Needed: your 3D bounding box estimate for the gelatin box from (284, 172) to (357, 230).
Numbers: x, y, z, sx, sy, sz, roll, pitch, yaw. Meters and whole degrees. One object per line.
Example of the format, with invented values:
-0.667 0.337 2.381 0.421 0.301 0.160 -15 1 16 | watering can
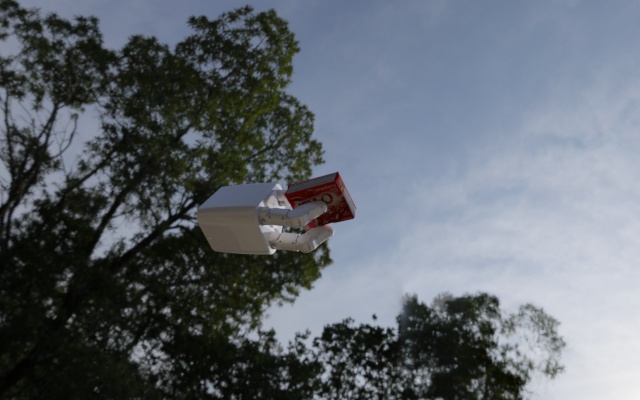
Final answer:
0.001 0.002 0.727 0.089 0.073 0.030 -14 32 23 | gelatin box
